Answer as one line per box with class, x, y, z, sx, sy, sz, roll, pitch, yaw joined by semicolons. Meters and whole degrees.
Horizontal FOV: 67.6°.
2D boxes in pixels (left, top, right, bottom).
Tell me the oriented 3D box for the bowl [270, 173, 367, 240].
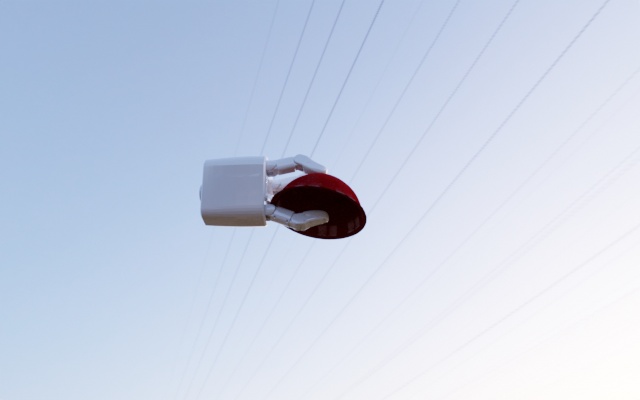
bowl;0.001;0.003;0.798;0.162;0.055;0.162;8;-33;5
